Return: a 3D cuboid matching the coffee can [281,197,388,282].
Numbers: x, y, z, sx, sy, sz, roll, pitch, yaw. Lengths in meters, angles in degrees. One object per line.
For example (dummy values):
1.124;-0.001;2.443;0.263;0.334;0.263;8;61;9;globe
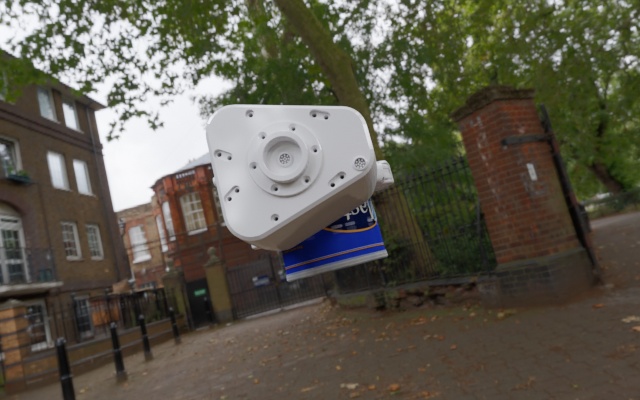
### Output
0.000;0.002;0.483;0.103;0.140;0.103;-14;-8;-2;coffee can
